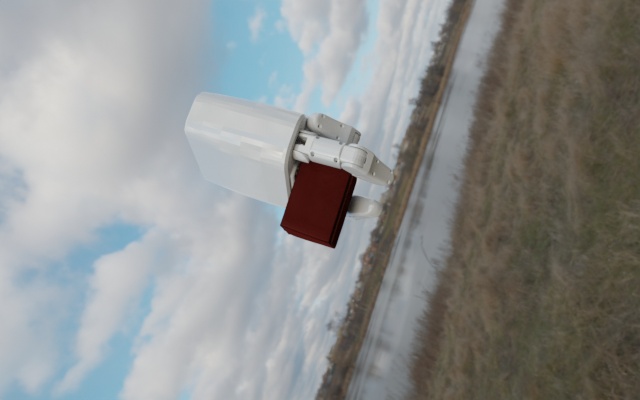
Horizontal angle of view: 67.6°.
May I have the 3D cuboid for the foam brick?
[{"bbox_3d":[0.000,0.002,0.462,0.051,0.078,0.053,16,-11,9],"label":"foam brick"}]
